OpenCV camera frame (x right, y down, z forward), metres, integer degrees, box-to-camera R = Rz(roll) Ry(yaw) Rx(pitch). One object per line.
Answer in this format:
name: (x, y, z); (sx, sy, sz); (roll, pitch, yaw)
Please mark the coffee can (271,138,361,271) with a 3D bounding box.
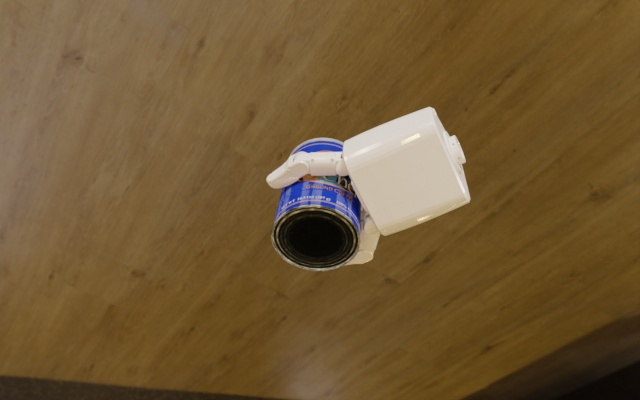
coffee can: (0.000, 0.002, 0.594); (0.103, 0.103, 0.140); (0, 39, 6)
